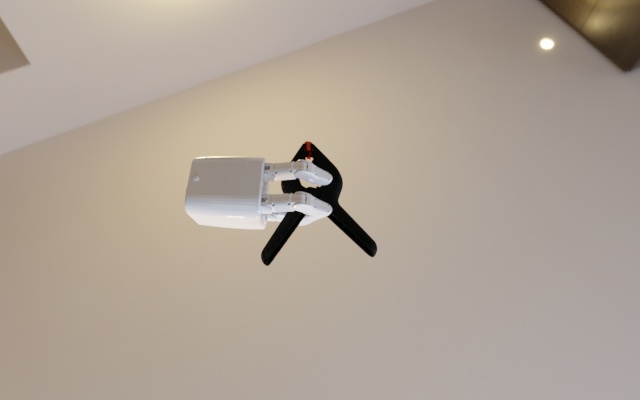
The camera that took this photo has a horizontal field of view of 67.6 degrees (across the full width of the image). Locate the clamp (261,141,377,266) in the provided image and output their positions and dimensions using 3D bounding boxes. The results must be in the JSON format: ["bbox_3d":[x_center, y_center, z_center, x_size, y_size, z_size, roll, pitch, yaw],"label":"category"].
[{"bbox_3d":[0.000,0.002,0.721,0.164,0.209,0.036,2,-31,-2],"label":"clamp"}]
